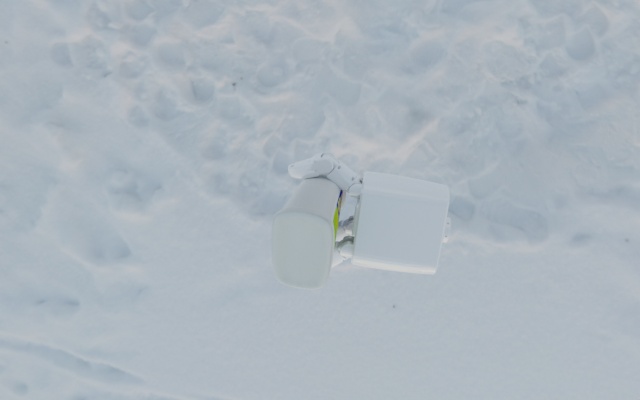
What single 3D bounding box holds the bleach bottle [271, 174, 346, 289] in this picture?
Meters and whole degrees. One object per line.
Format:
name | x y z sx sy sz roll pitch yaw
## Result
bleach bottle | 0.000 0.002 0.620 0.068 0.103 0.250 7 28 7
